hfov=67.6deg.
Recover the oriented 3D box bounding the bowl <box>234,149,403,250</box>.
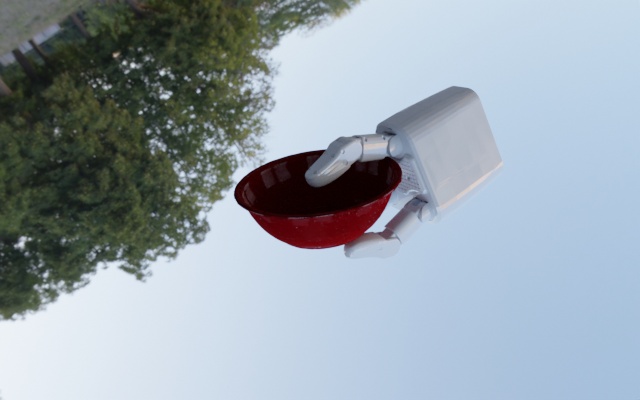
[{"bbox_3d":[-0.001,0.002,0.468,0.162,0.055,0.162,-6,25,3],"label":"bowl"}]
